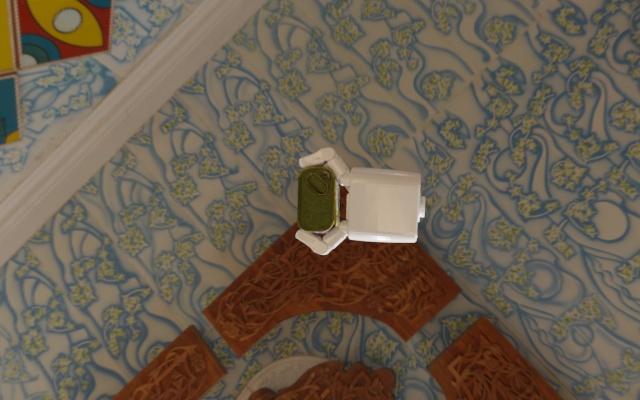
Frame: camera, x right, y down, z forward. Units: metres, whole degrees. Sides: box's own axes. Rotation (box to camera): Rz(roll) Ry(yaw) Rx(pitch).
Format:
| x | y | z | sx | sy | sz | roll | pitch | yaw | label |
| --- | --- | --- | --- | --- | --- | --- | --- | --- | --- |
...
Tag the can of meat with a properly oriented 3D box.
| x | y | z | sx | sy | sz | roll | pitch | yaw | label |
| --- | --- | --- | --- | --- | --- | --- | --- | --- | --- |
| 0.000 | 0.003 | 0.769 | 0.057 | 0.102 | 0.084 | -1 | -7 | 10 | can of meat |
